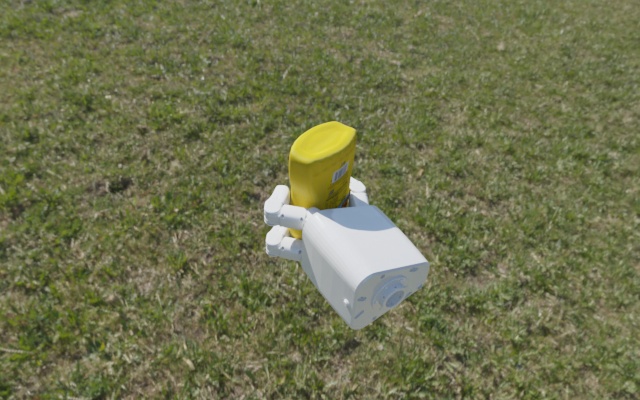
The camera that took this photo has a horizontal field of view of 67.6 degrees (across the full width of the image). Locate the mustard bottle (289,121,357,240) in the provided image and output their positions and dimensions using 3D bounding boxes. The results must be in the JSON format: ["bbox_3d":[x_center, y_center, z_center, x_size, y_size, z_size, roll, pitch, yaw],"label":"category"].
[{"bbox_3d":[0.000,0.002,0.607,0.058,0.192,0.096,26,45,24],"label":"mustard bottle"}]
